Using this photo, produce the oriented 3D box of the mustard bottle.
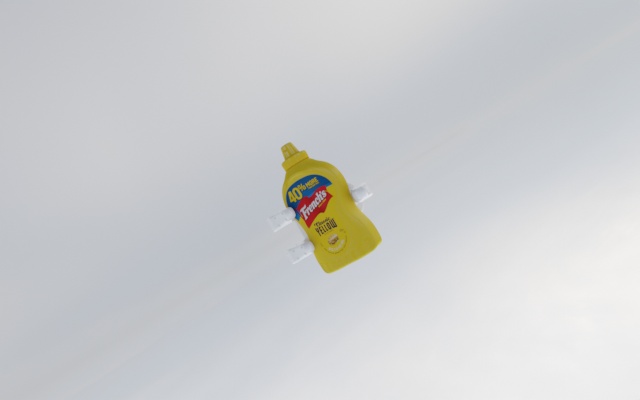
[{"bbox_3d":[0.000,0.002,0.681,0.096,0.191,0.058,-32,-2,28],"label":"mustard bottle"}]
